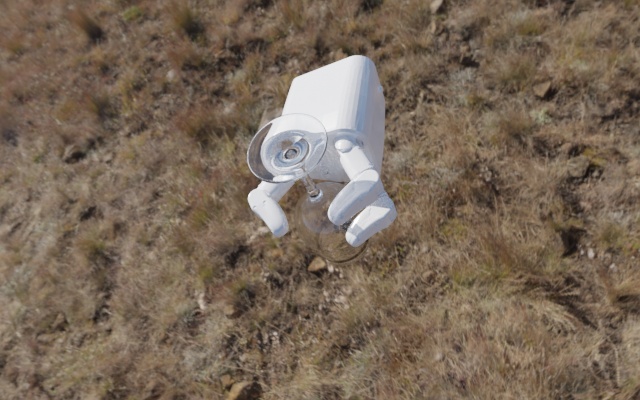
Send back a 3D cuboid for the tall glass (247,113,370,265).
[{"bbox_3d":[0.000,0.001,0.494,0.079,0.079,0.201,0,-29,20],"label":"tall glass"}]
